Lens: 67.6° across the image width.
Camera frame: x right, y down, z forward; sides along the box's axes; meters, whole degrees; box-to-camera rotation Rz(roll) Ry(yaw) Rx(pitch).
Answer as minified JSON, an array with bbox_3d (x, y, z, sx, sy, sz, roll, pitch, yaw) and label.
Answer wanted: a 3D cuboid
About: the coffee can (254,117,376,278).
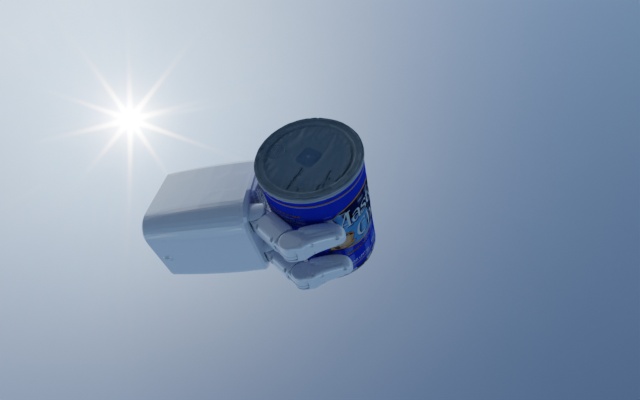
[{"bbox_3d":[0.000,0.001,0.489,0.103,0.102,0.140,0,-38,12],"label":"coffee can"}]
